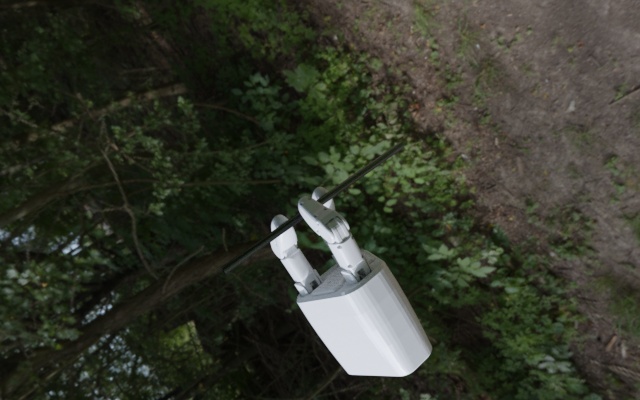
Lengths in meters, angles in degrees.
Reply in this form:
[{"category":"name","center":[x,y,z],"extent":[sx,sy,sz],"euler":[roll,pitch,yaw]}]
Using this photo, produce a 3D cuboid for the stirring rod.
[{"category":"stirring rod","center":[0.000,0.002,0.490],"extent":[0.239,0.011,0.011],"euler":[-35,15,-22]}]
